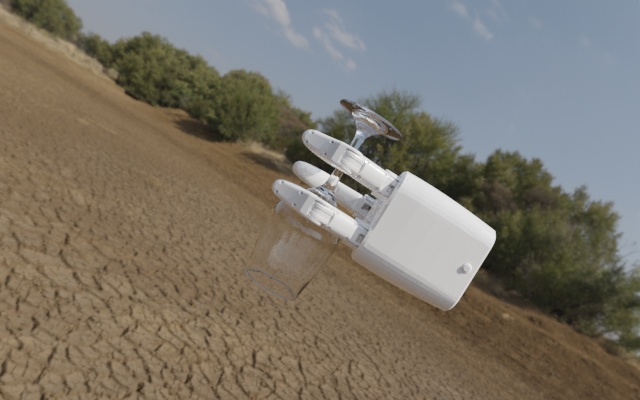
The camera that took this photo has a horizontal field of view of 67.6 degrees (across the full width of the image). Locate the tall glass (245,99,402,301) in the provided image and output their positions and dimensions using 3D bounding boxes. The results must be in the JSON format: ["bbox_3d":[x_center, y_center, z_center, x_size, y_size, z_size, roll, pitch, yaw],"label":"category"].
[{"bbox_3d":[0.000,0.001,0.491,0.079,0.201,0.079,32,0,0],"label":"tall glass"}]
